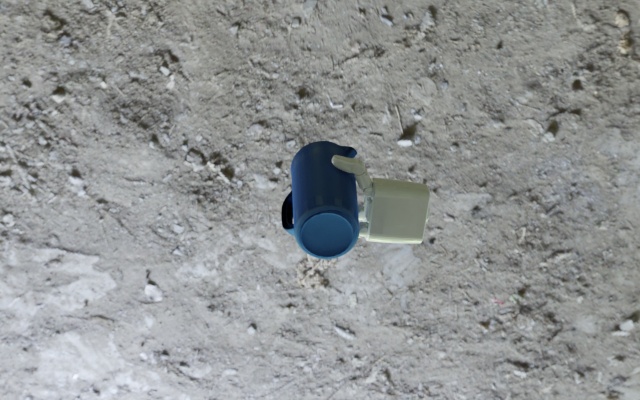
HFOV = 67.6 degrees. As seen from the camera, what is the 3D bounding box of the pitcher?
[{"bbox_3d":[0.000,0.003,0.880,0.145,0.149,0.242,4,30,-4],"label":"pitcher"}]
